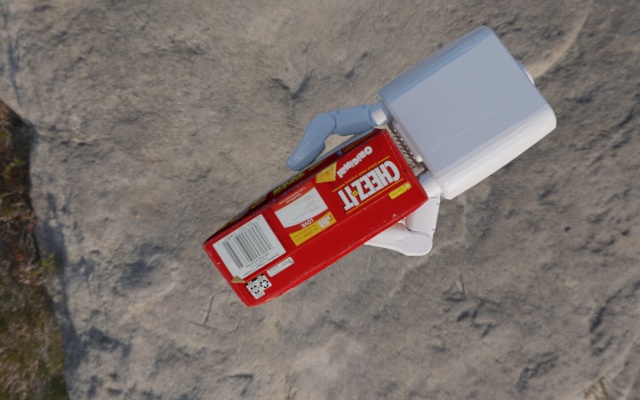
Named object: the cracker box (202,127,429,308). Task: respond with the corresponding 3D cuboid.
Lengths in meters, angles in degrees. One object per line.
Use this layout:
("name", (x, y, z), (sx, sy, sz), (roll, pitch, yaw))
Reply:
("cracker box", (0.000, 0.001, 0.453), (0.164, 0.072, 0.213), (-33, 6, 7))
